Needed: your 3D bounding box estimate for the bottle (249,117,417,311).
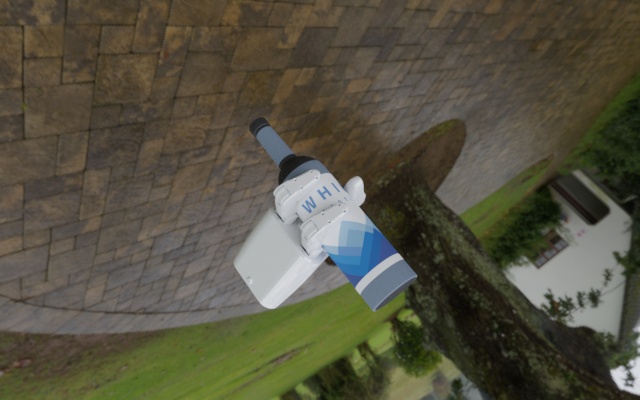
[{"bbox_3d":[0.000,0.002,0.607,0.069,0.295,0.069,-34,-21,-15],"label":"bottle"}]
